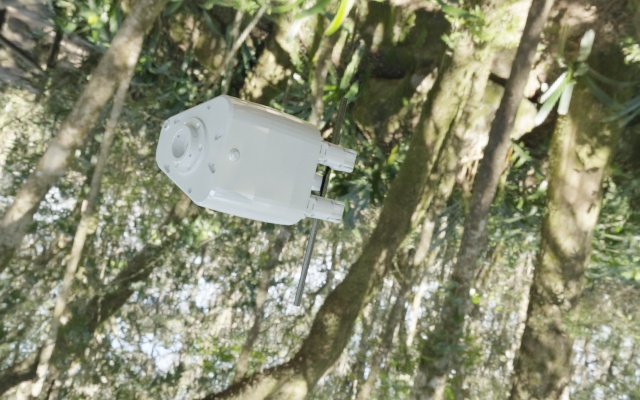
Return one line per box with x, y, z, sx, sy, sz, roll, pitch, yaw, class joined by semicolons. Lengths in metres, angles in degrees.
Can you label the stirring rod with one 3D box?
0.000;0.002;0.539;0.011;0.239;0.011;13;0;0;stirring rod
